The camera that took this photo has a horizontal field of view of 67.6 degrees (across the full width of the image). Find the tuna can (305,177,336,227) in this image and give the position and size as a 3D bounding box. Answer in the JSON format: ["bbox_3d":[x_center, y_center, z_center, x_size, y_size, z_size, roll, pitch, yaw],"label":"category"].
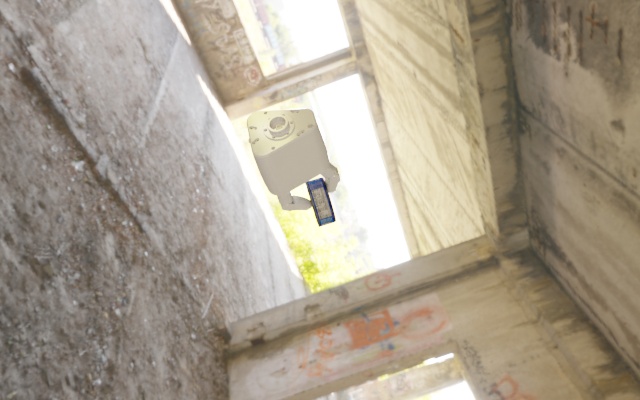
[{"bbox_3d":[0.001,0.003,0.850,0.034,0.086,0.086,-17,1,-2],"label":"tuna can"}]
